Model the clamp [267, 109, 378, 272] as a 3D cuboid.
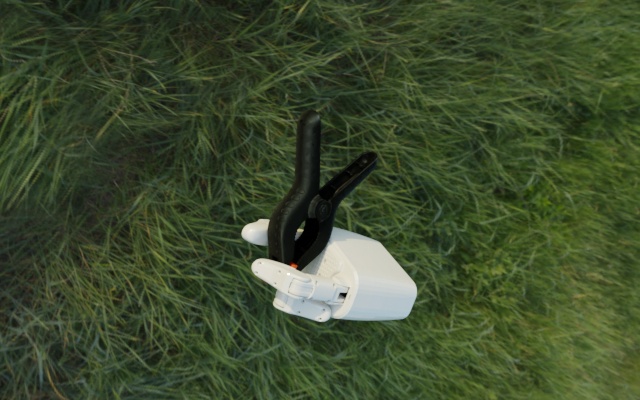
[{"bbox_3d":[0.000,0.002,0.503,0.120,0.171,0.039,15,8,-39],"label":"clamp"}]
